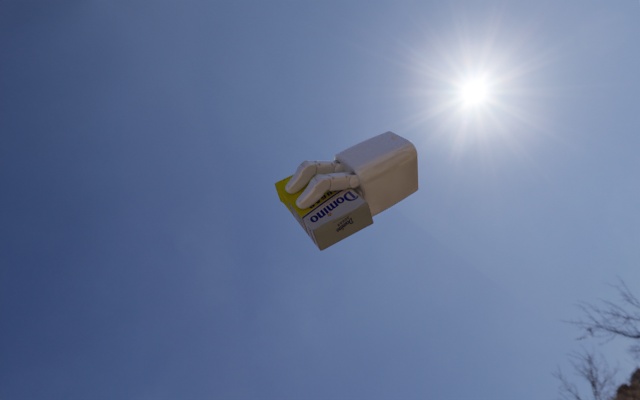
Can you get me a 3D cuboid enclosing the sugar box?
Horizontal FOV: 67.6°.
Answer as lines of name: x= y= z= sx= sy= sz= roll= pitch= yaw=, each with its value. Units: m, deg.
sugar box: x=0.000 y=0.002 z=0.753 sx=0.093 sy=0.048 sz=0.176 roll=-27 pitch=30 yaw=-12
